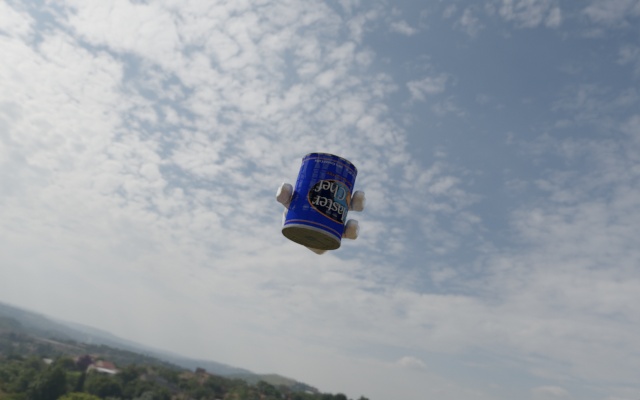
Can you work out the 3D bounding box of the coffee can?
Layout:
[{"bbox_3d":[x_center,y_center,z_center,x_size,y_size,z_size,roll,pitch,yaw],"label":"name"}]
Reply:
[{"bbox_3d":[0.000,0.003,0.825,0.103,0.140,0.103,13,-21,5],"label":"coffee can"}]
